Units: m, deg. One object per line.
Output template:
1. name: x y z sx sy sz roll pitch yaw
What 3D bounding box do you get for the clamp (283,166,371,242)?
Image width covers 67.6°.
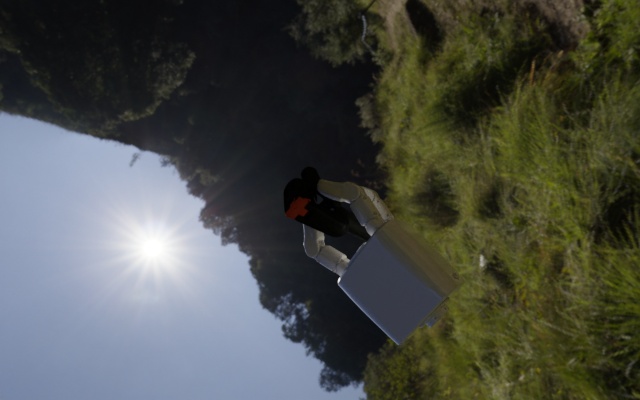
1. clamp: 0.000 0.003 0.625 0.164 0.036 0.210 43 13 21
